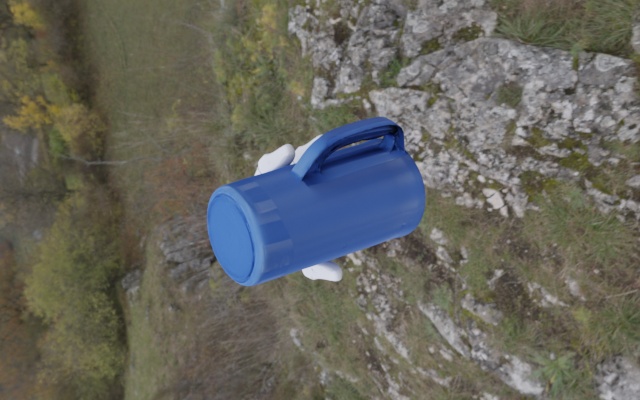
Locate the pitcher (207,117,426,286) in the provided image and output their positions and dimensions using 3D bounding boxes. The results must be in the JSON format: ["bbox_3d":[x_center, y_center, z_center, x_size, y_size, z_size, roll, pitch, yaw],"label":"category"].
[{"bbox_3d":[0.000,0.002,0.552,0.243,0.149,0.145,-17,0,-38],"label":"pitcher"}]
